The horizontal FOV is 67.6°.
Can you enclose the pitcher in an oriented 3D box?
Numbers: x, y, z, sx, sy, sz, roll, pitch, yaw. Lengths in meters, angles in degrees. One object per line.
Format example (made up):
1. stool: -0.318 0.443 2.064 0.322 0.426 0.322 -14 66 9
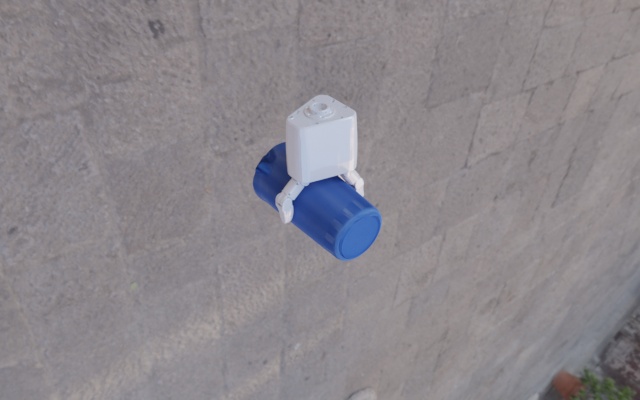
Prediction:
1. pitcher: 0.000 0.003 0.879 0.149 0.145 0.242 -27 47 -28
